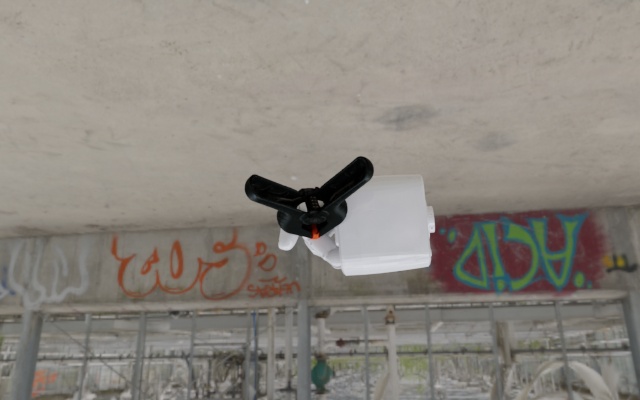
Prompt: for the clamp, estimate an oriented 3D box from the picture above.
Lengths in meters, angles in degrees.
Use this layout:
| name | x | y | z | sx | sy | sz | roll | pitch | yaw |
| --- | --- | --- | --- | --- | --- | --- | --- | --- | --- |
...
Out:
| name | x | y | z | sx | sy | sz | roll | pitch | yaw |
| --- | --- | --- | --- | --- | --- | --- | --- | --- | --- |
| clamp | 0.000 | 0.002 | 0.504 | 0.120 | 0.039 | 0.171 | -8 | -18 | 7 |
